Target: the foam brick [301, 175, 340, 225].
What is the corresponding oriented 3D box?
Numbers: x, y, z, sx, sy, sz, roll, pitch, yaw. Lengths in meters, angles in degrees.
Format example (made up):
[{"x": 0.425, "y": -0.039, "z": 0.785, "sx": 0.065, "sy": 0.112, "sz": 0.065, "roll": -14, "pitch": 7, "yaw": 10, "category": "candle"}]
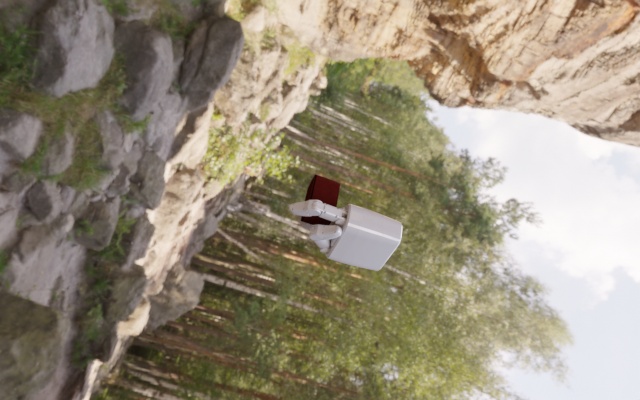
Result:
[{"x": 0.000, "y": 0.003, "z": 0.884, "sx": 0.051, "sy": 0.078, "sz": 0.053, "roll": 17, "pitch": -31, "yaw": -10, "category": "foam brick"}]
